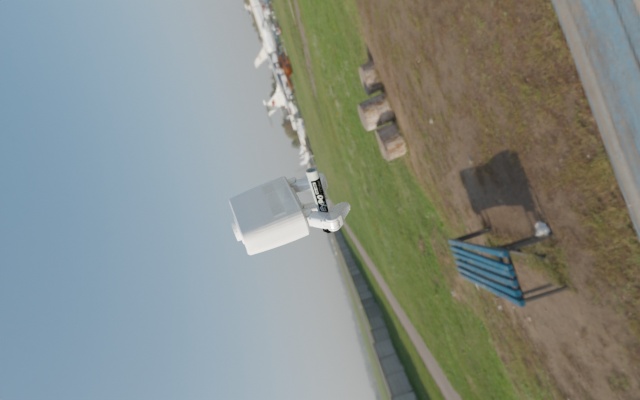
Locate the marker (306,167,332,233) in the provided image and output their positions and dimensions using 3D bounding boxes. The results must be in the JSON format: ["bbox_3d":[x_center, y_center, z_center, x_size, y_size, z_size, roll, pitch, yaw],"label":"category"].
[{"bbox_3d":[0.000,0.003,0.772,0.020,0.121,0.020,-12,31,7],"label":"marker"}]
